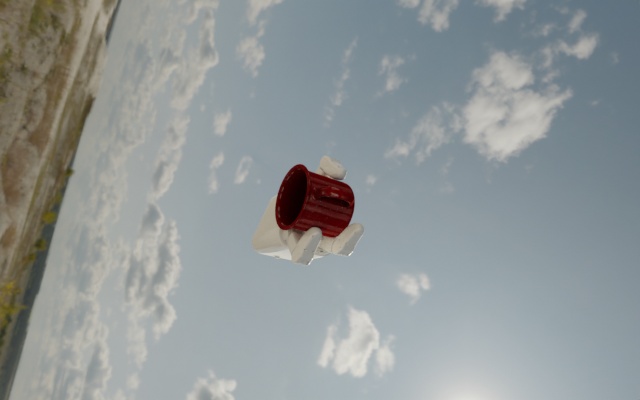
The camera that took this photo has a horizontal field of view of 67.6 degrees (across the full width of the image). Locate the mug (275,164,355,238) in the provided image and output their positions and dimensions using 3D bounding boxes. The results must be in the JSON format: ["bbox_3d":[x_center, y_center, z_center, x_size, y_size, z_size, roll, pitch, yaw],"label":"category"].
[{"bbox_3d":[0.001,0.002,0.655,0.081,0.093,0.117,16,-21,-29],"label":"mug"}]
